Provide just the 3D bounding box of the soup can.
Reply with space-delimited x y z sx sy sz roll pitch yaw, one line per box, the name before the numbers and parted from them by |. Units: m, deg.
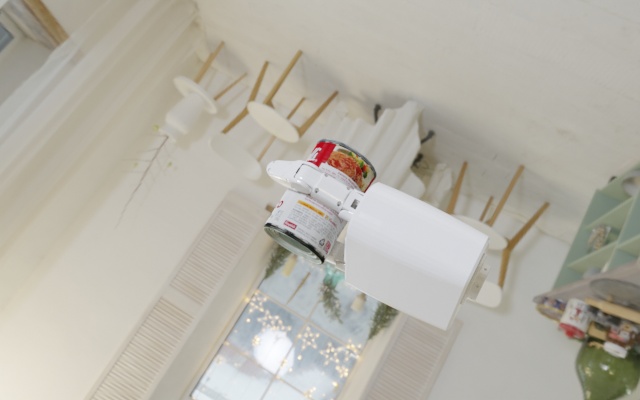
soup can | -0.001 0.001 0.458 0.068 0.102 0.068 29 -16 9
